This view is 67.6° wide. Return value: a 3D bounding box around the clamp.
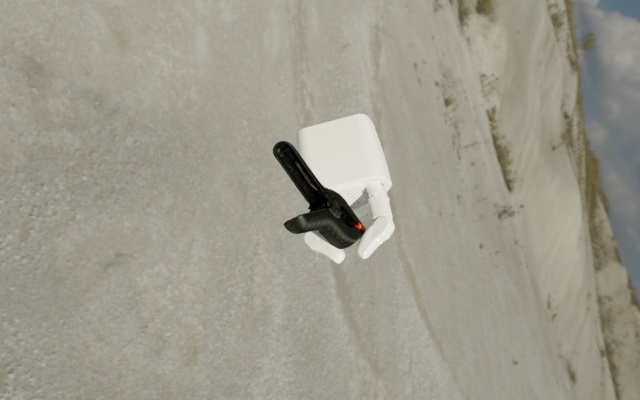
[{"bbox_3d":[0.001,0.002,0.573,0.039,0.120,0.171,-21,-27,22],"label":"clamp"}]
